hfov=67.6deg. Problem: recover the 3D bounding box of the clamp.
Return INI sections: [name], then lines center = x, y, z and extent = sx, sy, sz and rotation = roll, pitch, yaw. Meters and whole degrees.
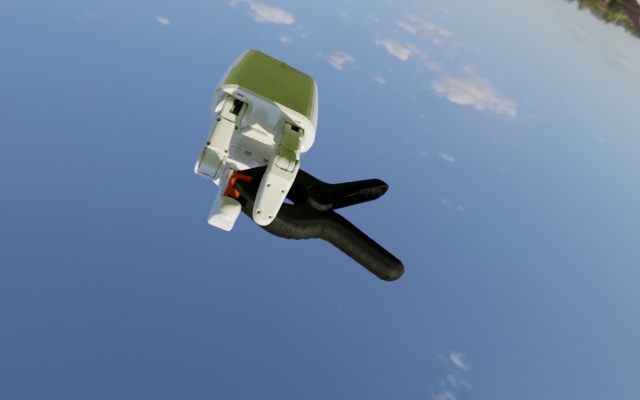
[clamp]
center = 0.000, 0.002, 0.445
extent = 0.171, 0.039, 0.120
rotation = 24, 35, -13
